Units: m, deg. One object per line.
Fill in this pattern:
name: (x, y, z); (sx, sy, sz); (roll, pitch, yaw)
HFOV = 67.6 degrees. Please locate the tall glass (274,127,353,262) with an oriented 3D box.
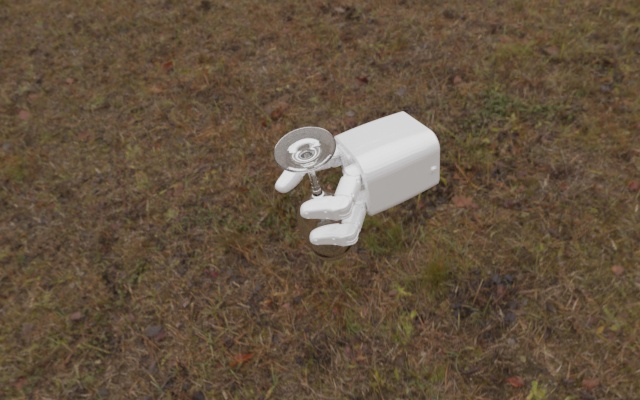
tall glass: (0.000, 0.002, 0.629); (0.079, 0.079, 0.201); (0, -39, 13)
